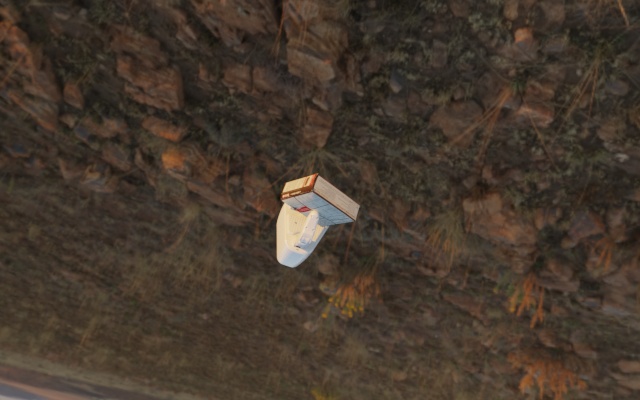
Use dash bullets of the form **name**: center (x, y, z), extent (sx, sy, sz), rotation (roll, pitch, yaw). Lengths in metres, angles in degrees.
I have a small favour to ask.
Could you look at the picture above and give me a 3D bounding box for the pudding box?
- **pudding box**: center (0.000, 0.003, 0.839), extent (0.113, 0.039, 0.090), rotation (33, -31, -33)
